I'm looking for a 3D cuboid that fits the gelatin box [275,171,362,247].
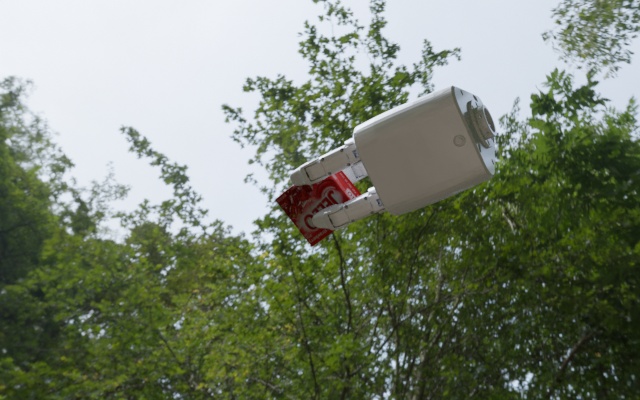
[{"bbox_3d":[0.000,0.002,0.557,0.089,0.073,0.030,-38,1,38],"label":"gelatin box"}]
